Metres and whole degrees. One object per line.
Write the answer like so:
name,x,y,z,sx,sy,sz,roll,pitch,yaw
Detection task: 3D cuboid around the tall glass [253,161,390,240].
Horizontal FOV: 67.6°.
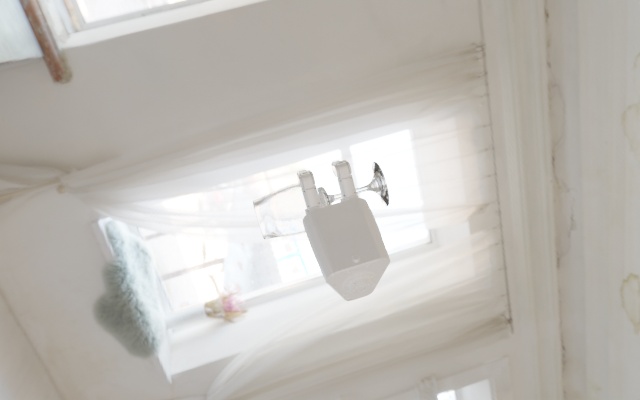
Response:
tall glass,0.001,0.002,0.738,0.201,0.079,0.079,-16,2,-6
